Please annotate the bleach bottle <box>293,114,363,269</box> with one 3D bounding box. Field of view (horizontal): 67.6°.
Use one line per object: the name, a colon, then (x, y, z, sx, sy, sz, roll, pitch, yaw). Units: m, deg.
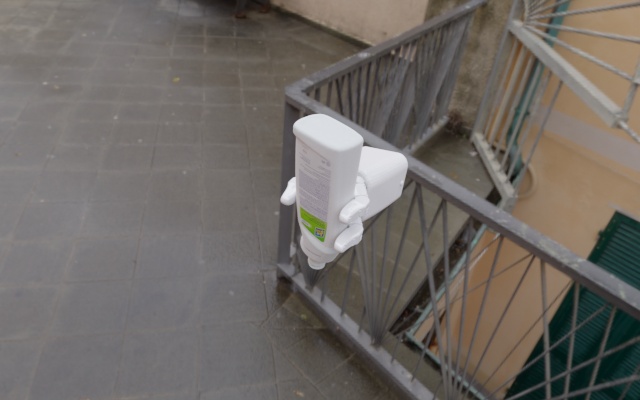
bleach bottle: (0.000, 0.002, 0.734, 0.068, 0.251, 0.102, -27, 49, -37)
